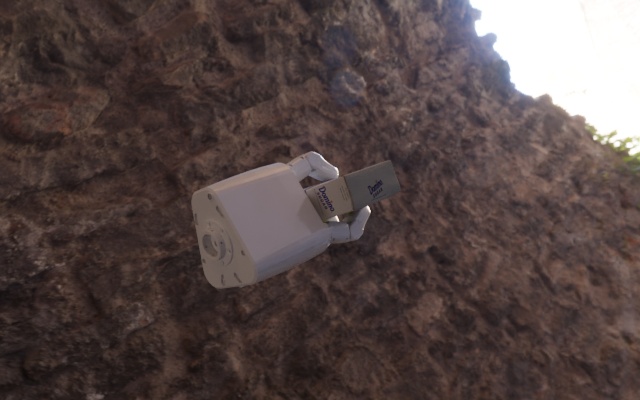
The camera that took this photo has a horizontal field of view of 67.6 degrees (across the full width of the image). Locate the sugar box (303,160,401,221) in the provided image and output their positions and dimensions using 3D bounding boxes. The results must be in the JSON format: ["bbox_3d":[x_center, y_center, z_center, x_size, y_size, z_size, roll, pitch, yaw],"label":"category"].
[{"bbox_3d":[0.000,0.003,0.585,0.176,0.048,0.093,-15,4,44],"label":"sugar box"}]
